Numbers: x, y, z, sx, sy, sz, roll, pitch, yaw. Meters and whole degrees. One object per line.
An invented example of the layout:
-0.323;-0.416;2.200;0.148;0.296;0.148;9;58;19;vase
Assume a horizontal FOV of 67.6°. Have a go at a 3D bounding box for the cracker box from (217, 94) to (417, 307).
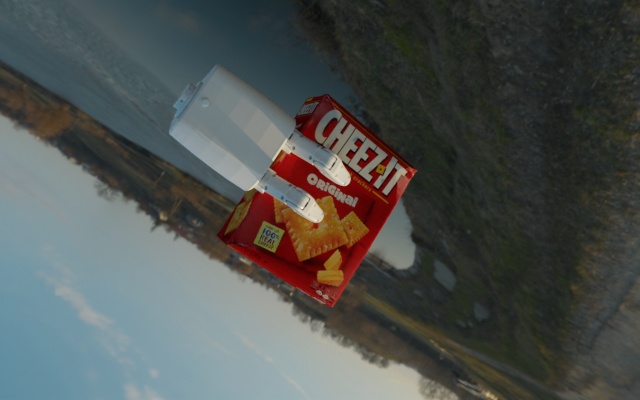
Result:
0.000;0.002;0.602;0.164;0.213;0.072;36;-8;-23;cracker box
